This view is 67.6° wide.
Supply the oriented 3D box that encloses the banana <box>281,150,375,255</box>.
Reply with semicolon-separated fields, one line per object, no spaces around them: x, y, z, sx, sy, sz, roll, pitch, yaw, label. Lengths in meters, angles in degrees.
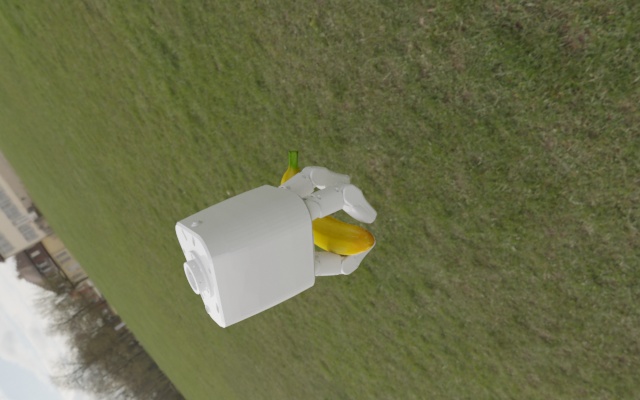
-0.004;0.015;0.570;0.037;0.070;0.197;-11;39;-29;banana
